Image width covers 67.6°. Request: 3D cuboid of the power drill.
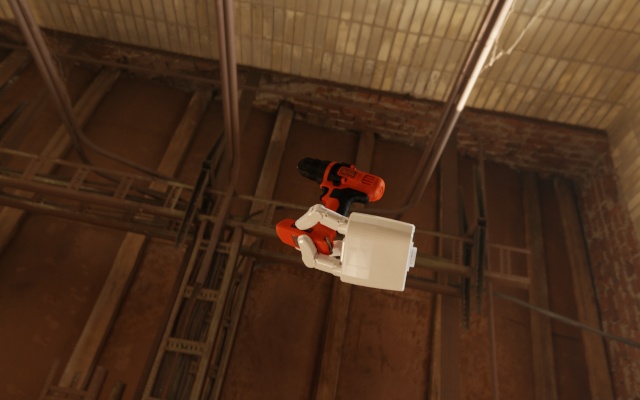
[{"bbox_3d":[0.000,0.003,0.876,0.184,0.187,0.057,18,-32,29],"label":"power drill"}]
